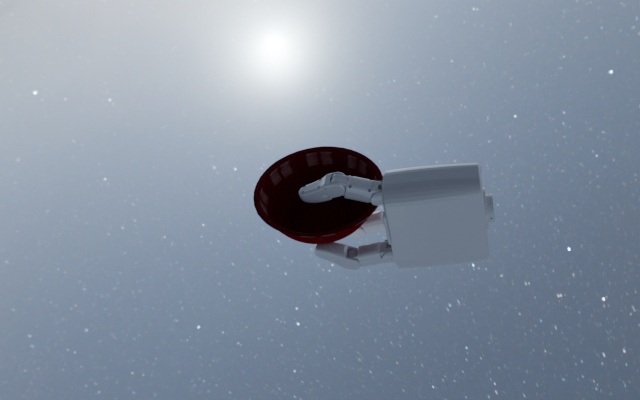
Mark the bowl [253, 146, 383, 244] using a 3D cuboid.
[{"bbox_3d":[-0.001,0.002,0.602,0.162,0.055,0.162,-5,44,4],"label":"bowl"}]
